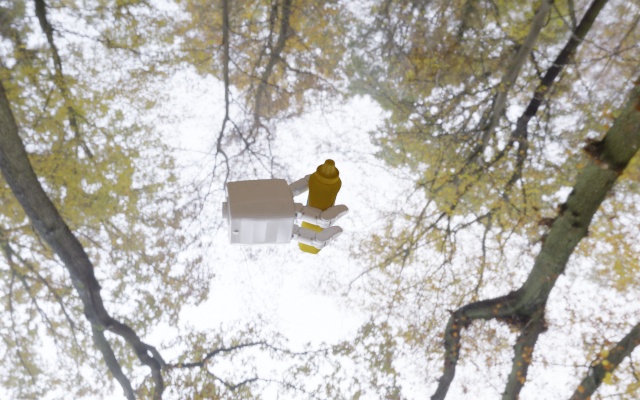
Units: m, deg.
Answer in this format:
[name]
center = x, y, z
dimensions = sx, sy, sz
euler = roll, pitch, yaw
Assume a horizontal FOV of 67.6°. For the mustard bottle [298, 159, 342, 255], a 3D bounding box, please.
[mustard bottle]
center = 0.000, 0.003, 0.848
dimensions = 0.058, 0.192, 0.096
euler = 16, 45, 4
